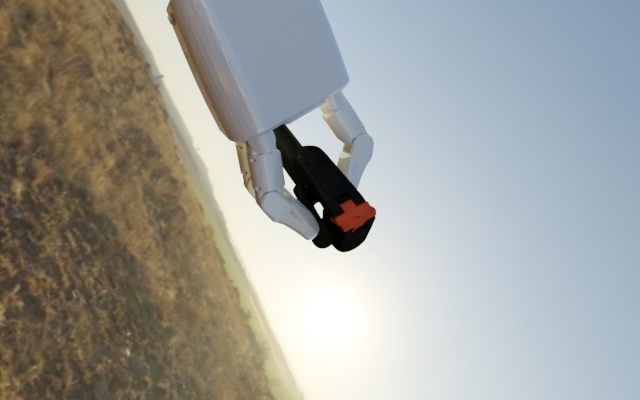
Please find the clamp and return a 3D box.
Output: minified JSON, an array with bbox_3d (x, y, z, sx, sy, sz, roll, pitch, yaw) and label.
[{"bbox_3d":[0.001,0.001,0.427,0.036,0.165,0.210,-29,23,-9],"label":"clamp"}]
